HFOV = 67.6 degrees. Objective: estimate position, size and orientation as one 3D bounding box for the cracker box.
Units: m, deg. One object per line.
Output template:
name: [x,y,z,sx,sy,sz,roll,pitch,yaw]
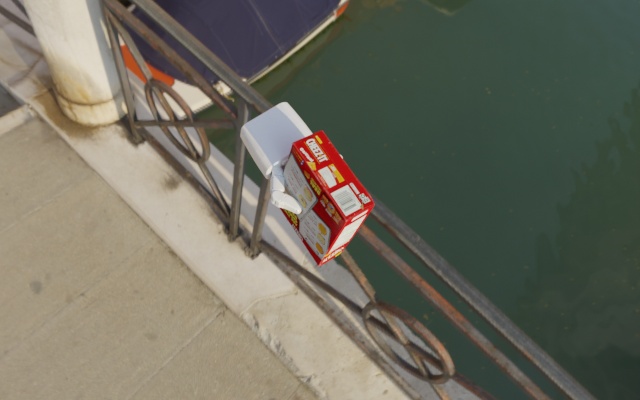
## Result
cracker box: [0.000,0.003,0.865,0.072,0.164,0.214,-27,-18,-24]
